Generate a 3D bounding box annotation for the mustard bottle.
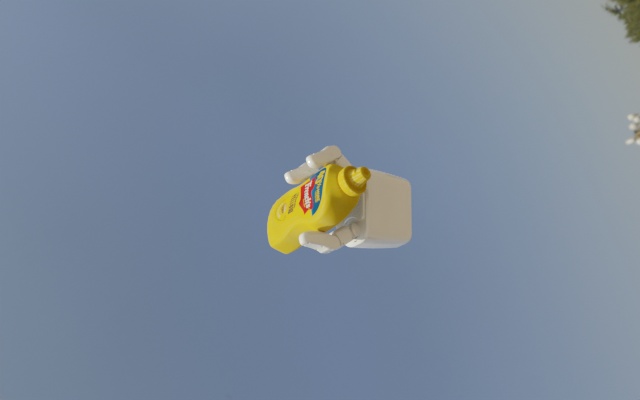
[{"bbox_3d":[0.000,0.002,0.672,0.058,0.096,0.192,31,-41,-25],"label":"mustard bottle"}]
